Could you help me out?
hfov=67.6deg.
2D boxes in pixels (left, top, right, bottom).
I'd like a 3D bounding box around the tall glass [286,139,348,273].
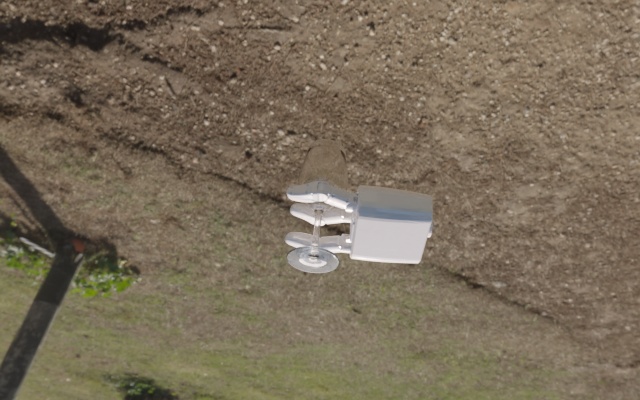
[{"bbox_3d":[0.000,0.003,0.716,0.079,0.201,0.079,5,-35,3],"label":"tall glass"}]
